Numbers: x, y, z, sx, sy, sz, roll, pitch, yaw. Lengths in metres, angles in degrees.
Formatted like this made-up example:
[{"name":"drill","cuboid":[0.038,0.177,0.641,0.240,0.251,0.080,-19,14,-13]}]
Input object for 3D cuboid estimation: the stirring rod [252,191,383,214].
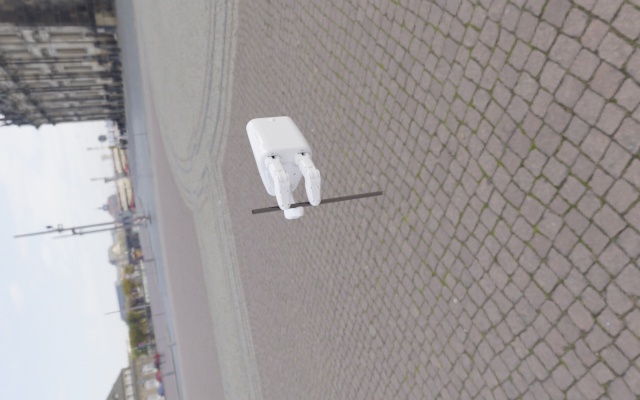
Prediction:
[{"name":"stirring rod","cuboid":[0.000,0.003,0.823,0.239,0.011,0.011,-8,3,-21]}]
